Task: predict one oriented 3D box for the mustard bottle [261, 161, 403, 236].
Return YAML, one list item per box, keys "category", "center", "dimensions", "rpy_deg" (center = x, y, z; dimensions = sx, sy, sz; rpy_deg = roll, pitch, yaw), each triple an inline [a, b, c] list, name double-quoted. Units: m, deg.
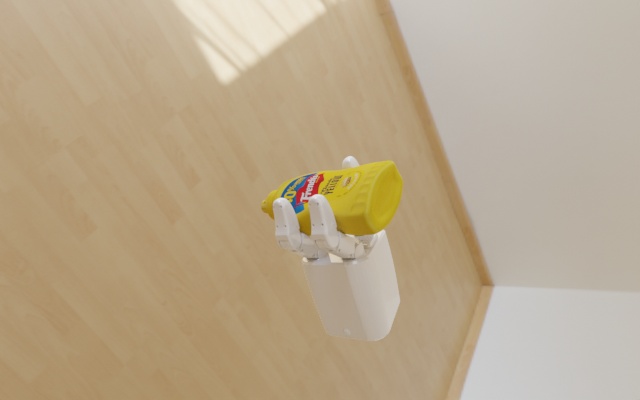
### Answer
- category: "mustard bottle"
  center: [0.000, 0.002, 0.587]
  dimensions: [0.191, 0.058, 0.096]
  rpy_deg: [-6, 41, 39]
